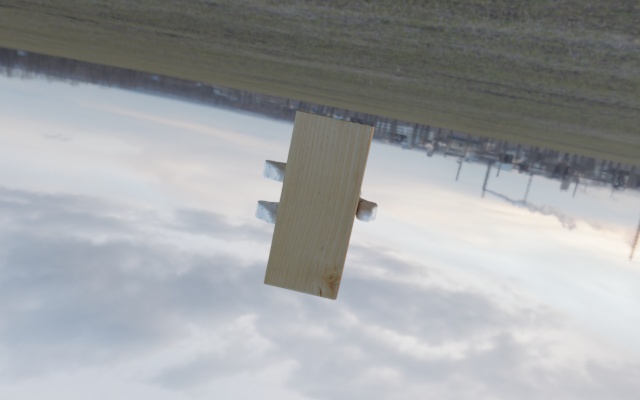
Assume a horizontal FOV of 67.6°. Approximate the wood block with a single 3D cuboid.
[{"bbox_3d":[0.000,0.002,0.586,0.091,0.206,0.090,12,9,4],"label":"wood block"}]
